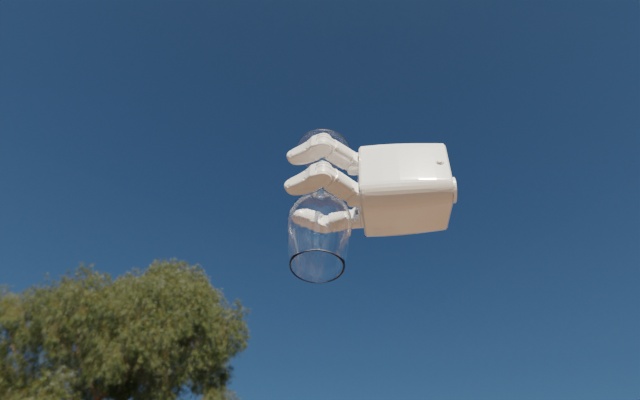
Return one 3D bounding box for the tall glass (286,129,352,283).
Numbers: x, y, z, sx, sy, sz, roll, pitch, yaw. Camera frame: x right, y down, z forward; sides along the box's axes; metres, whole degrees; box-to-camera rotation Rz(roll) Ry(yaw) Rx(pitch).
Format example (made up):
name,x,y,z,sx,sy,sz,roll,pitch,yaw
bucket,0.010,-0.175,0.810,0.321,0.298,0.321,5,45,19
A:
name,x,y,z,sx,sy,sz,roll,pitch,yaw
tall glass,0.000,0.001,0.592,0.079,0.200,0.079,2,-44,2
